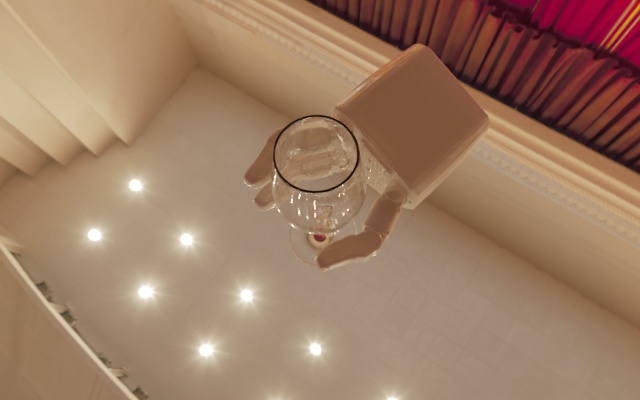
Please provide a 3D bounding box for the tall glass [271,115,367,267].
[{"bbox_3d":[0.000,0.002,0.428,0.079,0.079,0.201,0,-20,2],"label":"tall glass"}]
